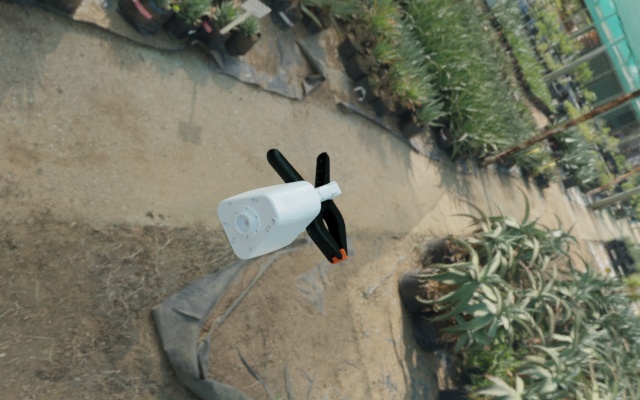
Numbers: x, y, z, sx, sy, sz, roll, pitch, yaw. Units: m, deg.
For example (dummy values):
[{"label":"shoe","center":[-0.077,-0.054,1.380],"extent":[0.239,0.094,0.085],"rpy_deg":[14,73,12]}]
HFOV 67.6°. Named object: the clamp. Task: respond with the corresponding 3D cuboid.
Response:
[{"label":"clamp","center":[0.001,0.003,0.812],"extent":[0.036,0.210,0.164],"rpy_deg":[-27,-5,32]}]
